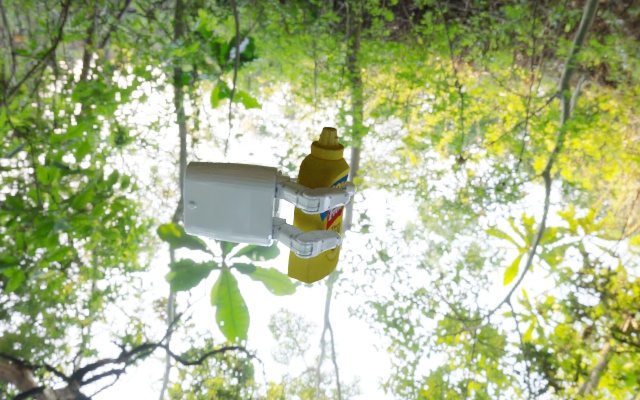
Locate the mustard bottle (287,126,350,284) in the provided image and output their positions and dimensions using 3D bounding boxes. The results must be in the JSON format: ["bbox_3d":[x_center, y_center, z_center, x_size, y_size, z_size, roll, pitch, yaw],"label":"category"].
[{"bbox_3d":[0.000,0.002,0.600,0.058,0.192,0.096,17,25,23],"label":"mustard bottle"}]
